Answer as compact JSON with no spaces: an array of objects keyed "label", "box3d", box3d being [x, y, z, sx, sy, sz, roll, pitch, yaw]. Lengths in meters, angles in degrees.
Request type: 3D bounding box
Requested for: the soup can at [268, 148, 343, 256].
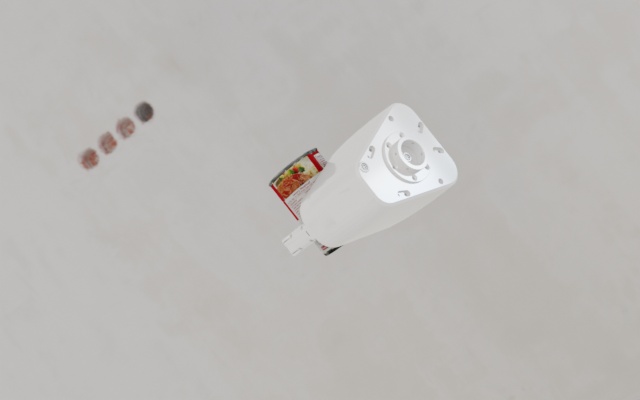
[{"label":"soup can","box3d":[0.000,0.002,0.530,0.068,0.102,0.068,-38,-1,-1]}]
